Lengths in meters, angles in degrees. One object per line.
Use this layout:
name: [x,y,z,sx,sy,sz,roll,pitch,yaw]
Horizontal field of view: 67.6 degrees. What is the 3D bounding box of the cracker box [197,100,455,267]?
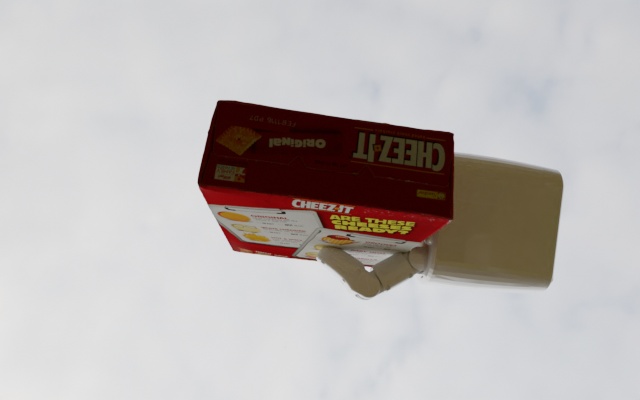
cracker box: [0.000,0.002,0.406,0.164,0.072,0.214,7,-17,-2]
